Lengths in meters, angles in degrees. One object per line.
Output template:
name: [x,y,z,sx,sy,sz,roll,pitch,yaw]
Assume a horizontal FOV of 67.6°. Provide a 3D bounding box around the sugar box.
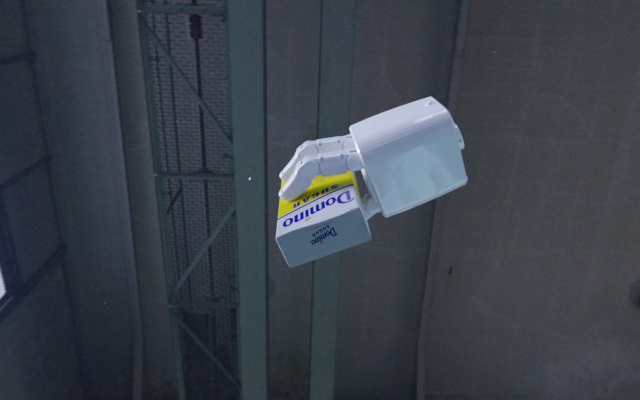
sugar box: [0.000,0.001,0.557,0.093,0.048,0.176,-20,22,6]
